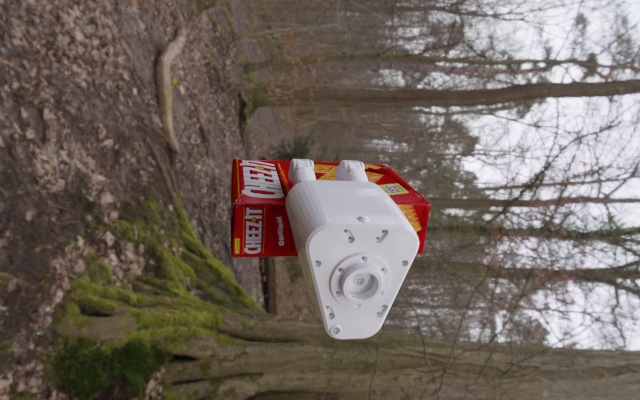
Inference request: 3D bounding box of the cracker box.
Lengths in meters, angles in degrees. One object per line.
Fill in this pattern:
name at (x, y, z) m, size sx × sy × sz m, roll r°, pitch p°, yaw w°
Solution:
cracker box at (0.000, 0.002, 0.578) m, size 0.214 × 0.072 × 0.164 m, roll 1°, pitch 20°, yaw -11°
